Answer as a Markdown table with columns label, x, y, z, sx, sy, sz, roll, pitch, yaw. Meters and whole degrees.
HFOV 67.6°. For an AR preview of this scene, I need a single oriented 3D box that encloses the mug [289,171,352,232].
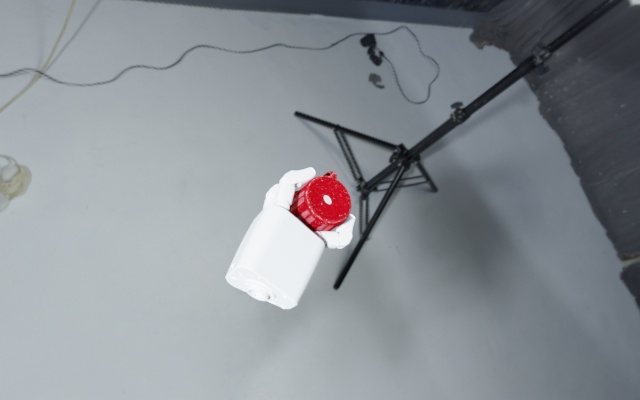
| label | x | y | z | sx | sy | sz | roll | pitch | yaw |
| --- | --- | --- | --- | --- | --- | --- | --- | --- | --- |
| mug | 0.001 | 0.001 | 0.761 | 0.093 | 0.117 | 0.081 | 31 | -32 | -13 |
